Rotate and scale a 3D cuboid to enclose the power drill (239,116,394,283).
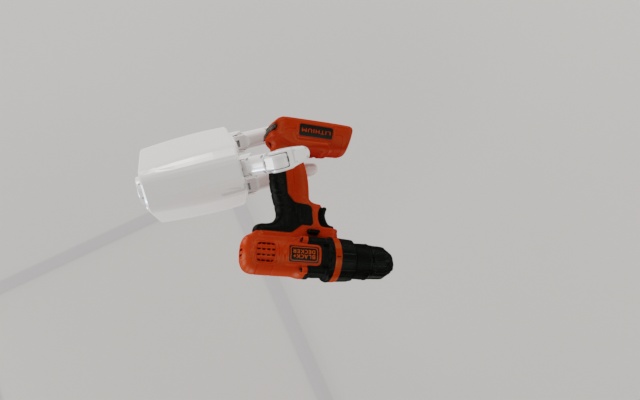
[{"bbox_3d":[0.000,0.001,0.564,0.184,0.187,0.057,7,-18,-20],"label":"power drill"}]
